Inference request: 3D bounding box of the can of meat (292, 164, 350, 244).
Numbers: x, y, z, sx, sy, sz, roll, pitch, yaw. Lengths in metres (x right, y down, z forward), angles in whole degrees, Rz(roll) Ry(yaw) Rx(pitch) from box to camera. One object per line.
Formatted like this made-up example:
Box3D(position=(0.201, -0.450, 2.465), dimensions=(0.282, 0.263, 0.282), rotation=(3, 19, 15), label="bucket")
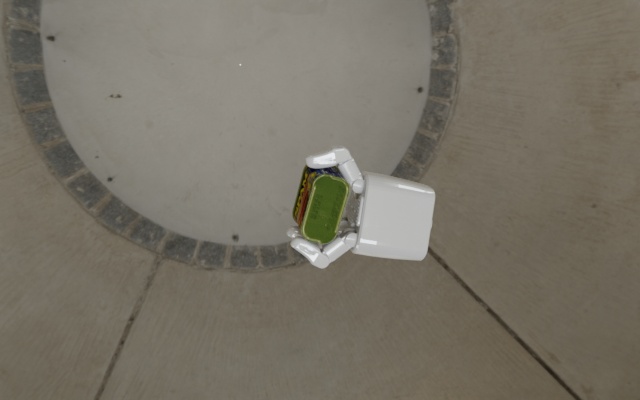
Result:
Box3D(position=(0.000, 0.002, 0.674), dimensions=(0.057, 0.102, 0.084), rotation=(12, 13, -13), label="can of meat")
